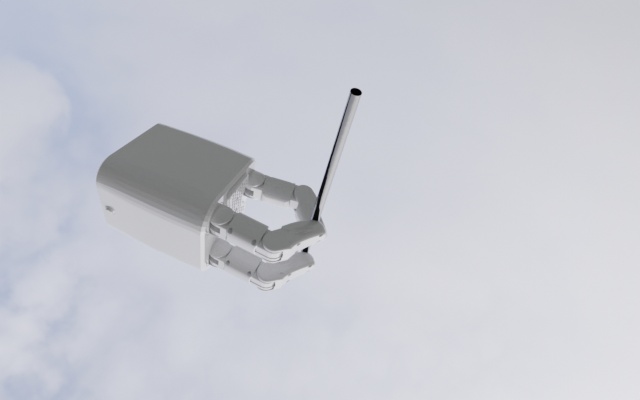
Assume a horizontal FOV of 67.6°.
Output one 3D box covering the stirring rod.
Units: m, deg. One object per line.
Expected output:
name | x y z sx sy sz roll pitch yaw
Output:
stirring rod | 0.000 0.001 0.403 0.011 0.011 0.240 0 -36 -14
